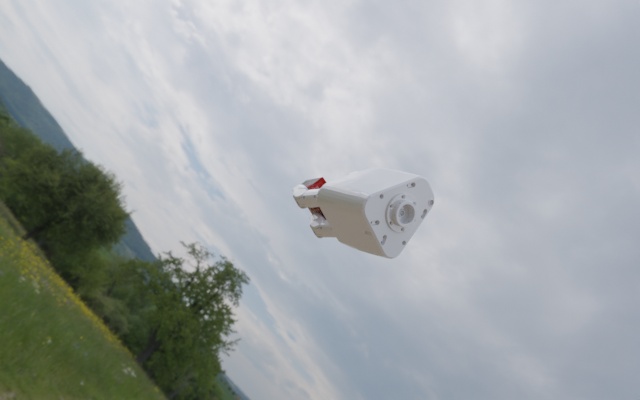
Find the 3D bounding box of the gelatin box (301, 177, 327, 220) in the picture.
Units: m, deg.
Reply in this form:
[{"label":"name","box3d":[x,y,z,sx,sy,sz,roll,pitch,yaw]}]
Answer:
[{"label":"gelatin box","box3d":[0.000,0.002,0.755,0.030,0.073,0.089,-37,10,-15]}]
